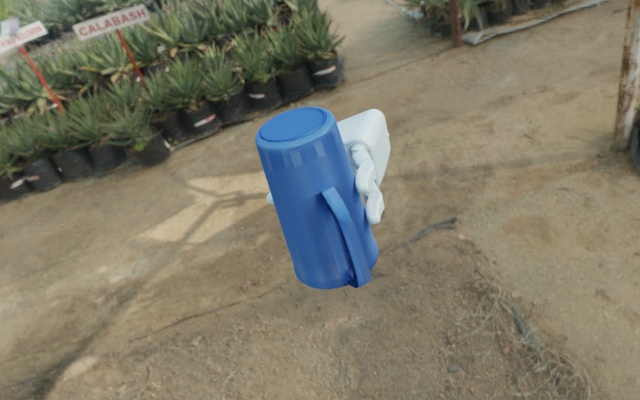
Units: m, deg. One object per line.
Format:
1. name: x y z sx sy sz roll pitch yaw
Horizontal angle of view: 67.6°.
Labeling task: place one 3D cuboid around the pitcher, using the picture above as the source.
1. pitcher: 0.000 0.002 0.667 0.149 0.243 0.145 0 38 25
